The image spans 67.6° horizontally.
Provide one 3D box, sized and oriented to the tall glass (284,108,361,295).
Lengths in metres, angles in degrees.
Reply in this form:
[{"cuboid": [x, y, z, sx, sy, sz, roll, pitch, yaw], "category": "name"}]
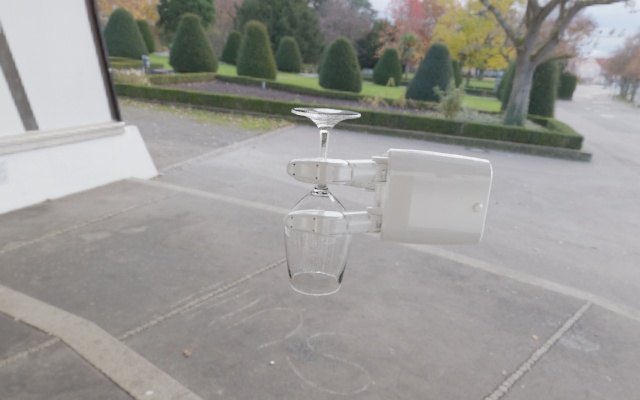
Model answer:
[{"cuboid": [0.000, 0.001, 0.533, 0.079, 0.201, 0.079, 4, 16, -1], "category": "tall glass"}]
